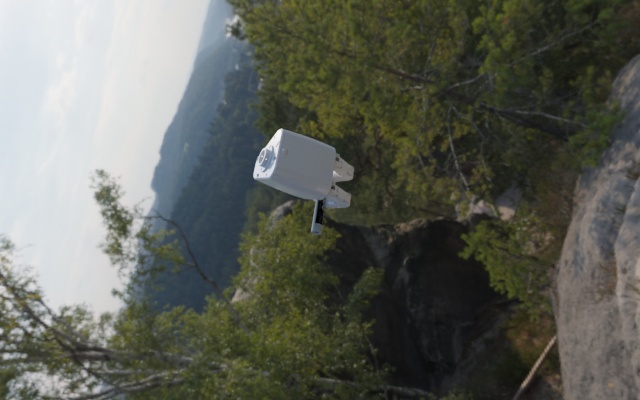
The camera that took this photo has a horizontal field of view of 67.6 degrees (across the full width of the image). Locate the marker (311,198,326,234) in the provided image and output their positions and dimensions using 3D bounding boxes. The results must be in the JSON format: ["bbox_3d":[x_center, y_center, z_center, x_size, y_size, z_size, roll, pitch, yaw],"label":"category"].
[{"bbox_3d":[0.000,0.003,0.880,0.020,0.121,0.020,7,-22,3],"label":"marker"}]
